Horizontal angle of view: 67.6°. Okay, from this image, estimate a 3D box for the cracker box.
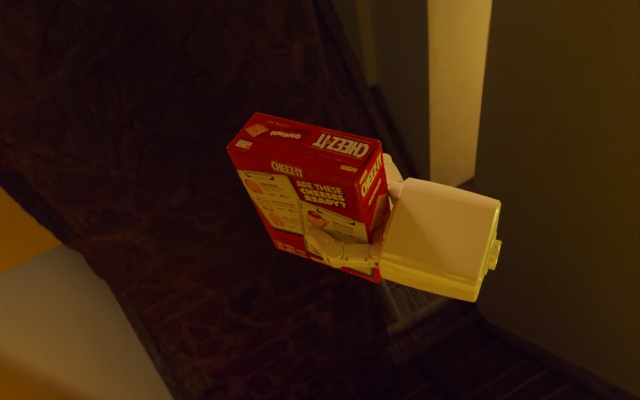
[{"bbox_3d":[0.000,0.002,0.591,0.164,0.072,0.214,16,-32,24],"label":"cracker box"}]
